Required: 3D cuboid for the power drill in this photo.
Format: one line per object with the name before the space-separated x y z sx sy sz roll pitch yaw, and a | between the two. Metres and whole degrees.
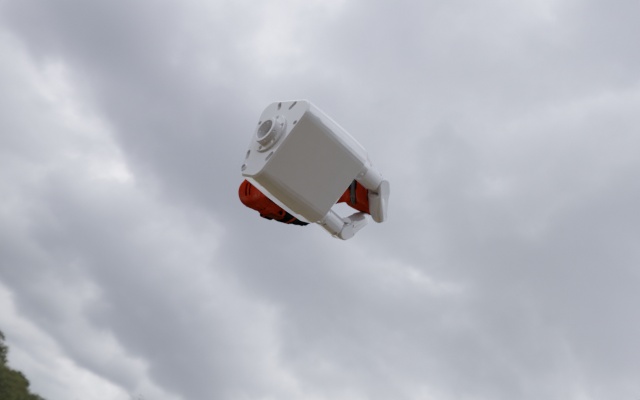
power drill | 0.000 0.002 0.704 0.187 0.057 0.184 -6 -14 25
